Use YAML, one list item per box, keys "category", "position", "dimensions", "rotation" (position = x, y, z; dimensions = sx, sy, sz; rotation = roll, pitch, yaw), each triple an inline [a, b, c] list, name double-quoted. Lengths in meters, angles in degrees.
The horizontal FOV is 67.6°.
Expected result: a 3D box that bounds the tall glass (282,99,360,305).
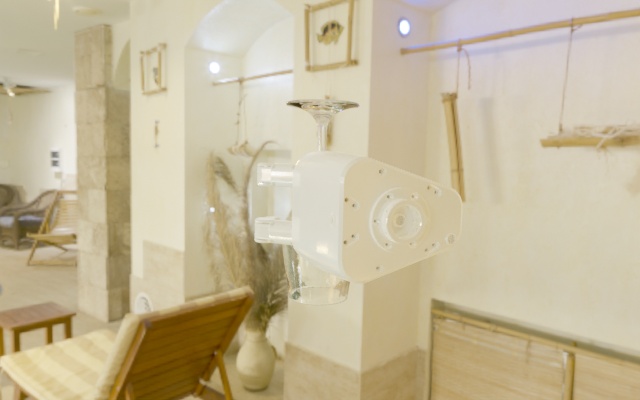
- category: "tall glass"
  position: [0.000, 0.001, 0.491]
  dimensions: [0.079, 0.201, 0.079]
  rotation: [1, 5, 0]
